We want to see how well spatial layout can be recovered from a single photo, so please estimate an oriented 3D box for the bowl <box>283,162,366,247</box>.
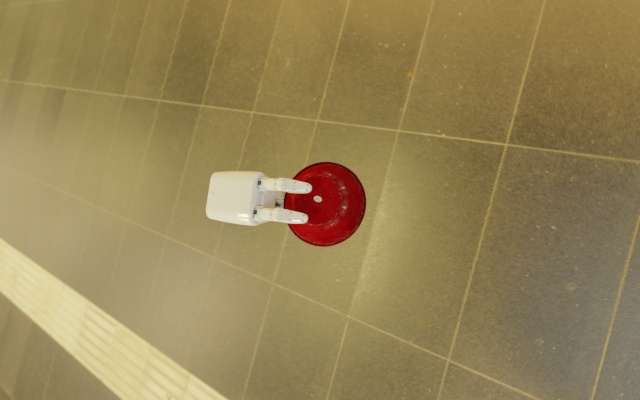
[{"bbox_3d":[0.001,0.003,0.872,0.162,0.162,0.055,0,-8,15],"label":"bowl"}]
